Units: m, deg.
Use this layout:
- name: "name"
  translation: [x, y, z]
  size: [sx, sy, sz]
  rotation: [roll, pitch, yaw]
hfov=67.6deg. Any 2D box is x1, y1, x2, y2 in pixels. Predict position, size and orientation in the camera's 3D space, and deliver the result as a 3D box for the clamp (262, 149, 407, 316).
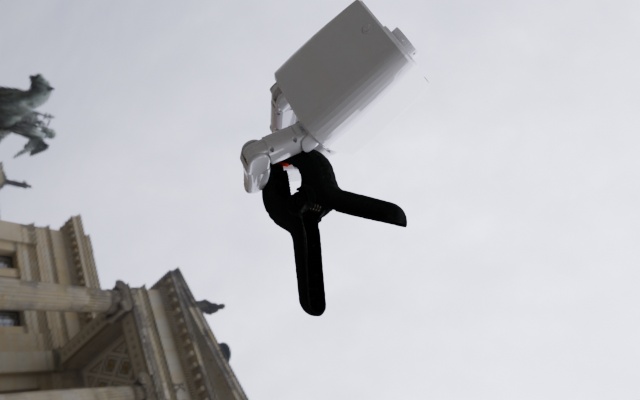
- name: "clamp"
  translation: [0.000, 0.002, 0.428]
  size: [0.120, 0.171, 0.039]
  rotation: [-38, -31, 17]
